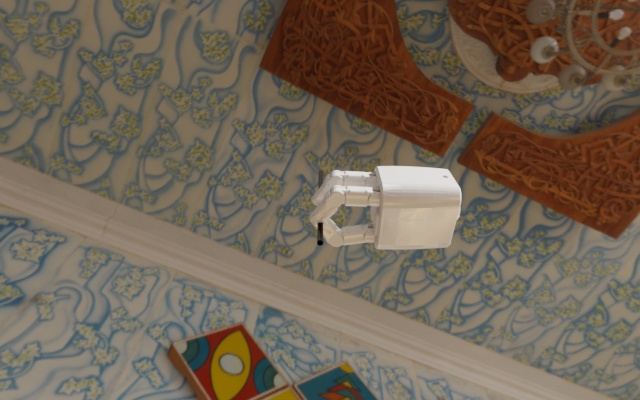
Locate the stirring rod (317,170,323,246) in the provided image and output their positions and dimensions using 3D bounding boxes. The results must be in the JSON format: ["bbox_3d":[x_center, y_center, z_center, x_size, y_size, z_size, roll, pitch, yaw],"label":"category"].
[{"bbox_3d":[0.000,0.002,0.709,0.011,0.011,0.239,0,25,0],"label":"stirring rod"}]
